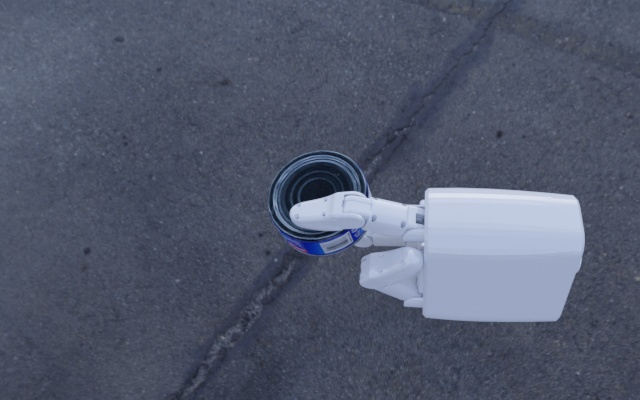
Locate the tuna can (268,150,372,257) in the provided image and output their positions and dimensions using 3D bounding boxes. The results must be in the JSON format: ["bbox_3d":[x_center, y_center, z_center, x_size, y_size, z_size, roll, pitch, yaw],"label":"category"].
[{"bbox_3d":[0.000,0.001,0.400,0.086,0.086,0.034,0,-27,15],"label":"tuna can"}]
